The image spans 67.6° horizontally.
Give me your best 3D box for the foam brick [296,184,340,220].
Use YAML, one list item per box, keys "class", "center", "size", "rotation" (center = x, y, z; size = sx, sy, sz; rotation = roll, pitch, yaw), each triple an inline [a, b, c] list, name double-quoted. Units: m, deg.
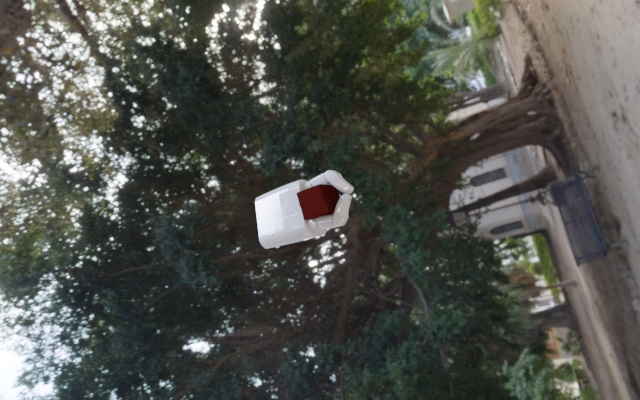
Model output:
- class: "foam brick"
  center: [0.000, 0.003, 0.865]
  size: [0.051, 0.053, 0.078]
  rotation: [-18, -7, 22]
